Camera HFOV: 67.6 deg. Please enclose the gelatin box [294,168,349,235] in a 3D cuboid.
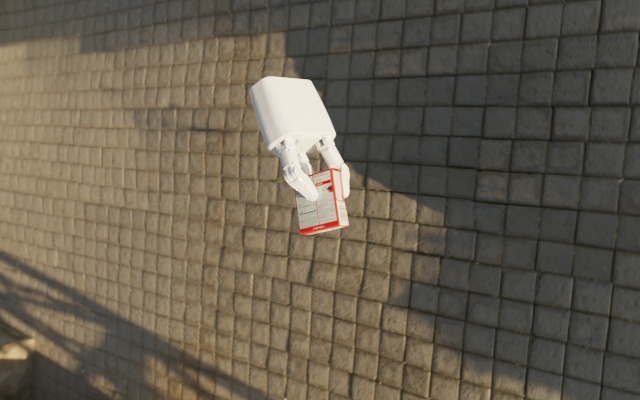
[{"bbox_3d":[0.000,0.003,0.723,0.073,0.089,0.030,-15,-13,32],"label":"gelatin box"}]
